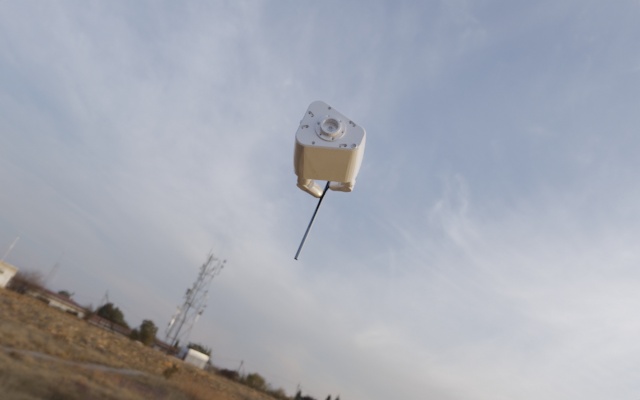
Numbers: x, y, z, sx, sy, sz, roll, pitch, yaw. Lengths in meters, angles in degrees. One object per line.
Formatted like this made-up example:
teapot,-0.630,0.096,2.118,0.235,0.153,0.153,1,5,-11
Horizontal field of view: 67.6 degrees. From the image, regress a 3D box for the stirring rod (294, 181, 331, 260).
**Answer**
stirring rod,0.000,0.003,0.893,0.011,0.239,0.011,19,-24,9
